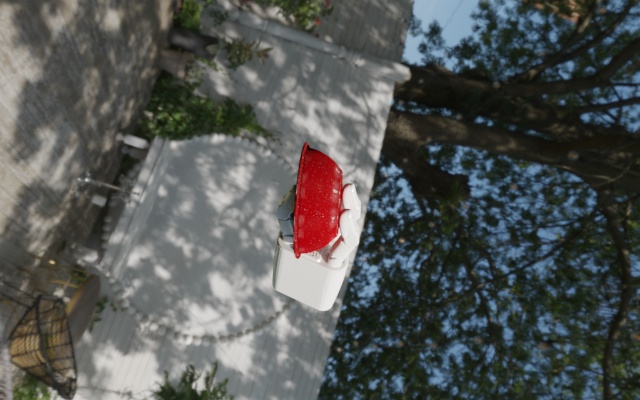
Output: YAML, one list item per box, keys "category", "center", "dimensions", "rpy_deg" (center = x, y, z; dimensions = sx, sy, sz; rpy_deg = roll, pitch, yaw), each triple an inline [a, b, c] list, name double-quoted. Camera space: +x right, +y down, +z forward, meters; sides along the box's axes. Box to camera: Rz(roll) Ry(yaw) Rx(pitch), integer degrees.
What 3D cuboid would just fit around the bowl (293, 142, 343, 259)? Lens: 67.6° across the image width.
- category: "bowl"
  center: [0.001, 0.001, 0.656]
  dimensions: [0.055, 0.162, 0.162]
  rpy_deg: [4, 0, 4]
